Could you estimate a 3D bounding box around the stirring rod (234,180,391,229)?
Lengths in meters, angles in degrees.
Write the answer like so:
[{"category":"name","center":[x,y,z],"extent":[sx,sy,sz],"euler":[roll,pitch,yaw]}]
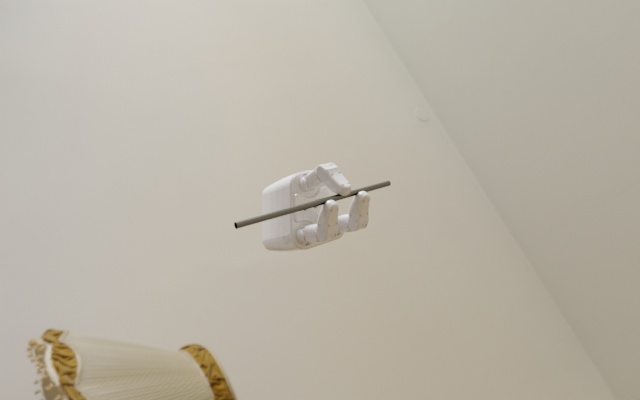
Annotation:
[{"category":"stirring rod","center":[0.000,0.002,0.610],"extent":[0.239,0.011,0.011],"euler":[-15,9,-34]}]
